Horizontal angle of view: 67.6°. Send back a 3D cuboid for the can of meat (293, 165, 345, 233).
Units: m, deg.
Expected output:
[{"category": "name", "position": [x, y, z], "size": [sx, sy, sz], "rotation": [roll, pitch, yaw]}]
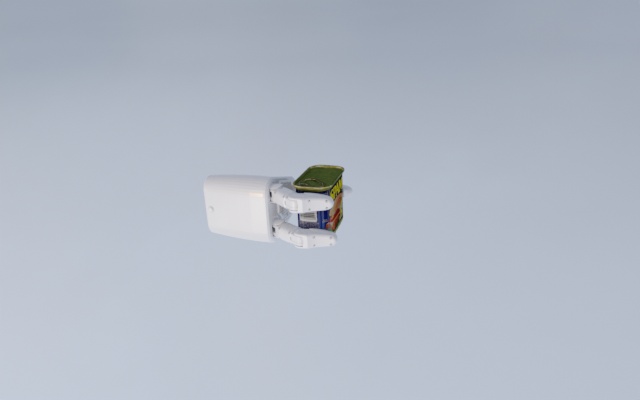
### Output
[{"category": "can of meat", "position": [0.000, 0.003, 0.704], "size": [0.057, 0.084, 0.102], "rotation": [4, 22, 16]}]
